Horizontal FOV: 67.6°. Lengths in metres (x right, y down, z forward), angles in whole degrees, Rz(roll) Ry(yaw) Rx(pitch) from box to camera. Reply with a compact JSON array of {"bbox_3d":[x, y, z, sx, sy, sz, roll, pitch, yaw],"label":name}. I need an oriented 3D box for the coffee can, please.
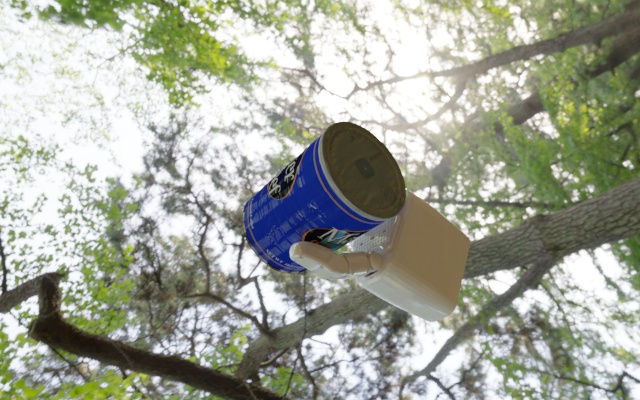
[{"bbox_3d":[0.000,0.001,0.482,0.103,0.102,0.140,0,-27,-43],"label":"coffee can"}]
